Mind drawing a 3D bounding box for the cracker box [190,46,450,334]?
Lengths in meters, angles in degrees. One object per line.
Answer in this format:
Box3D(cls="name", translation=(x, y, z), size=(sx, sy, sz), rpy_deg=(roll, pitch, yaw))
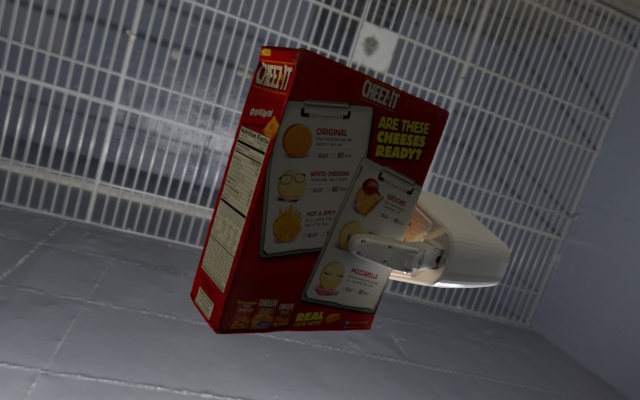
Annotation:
Box3D(cls="cracker box", translation=(0.000, 0.002, 0.404), size=(0.164, 0.214, 0.072), rpy_deg=(11, 11, -39))
